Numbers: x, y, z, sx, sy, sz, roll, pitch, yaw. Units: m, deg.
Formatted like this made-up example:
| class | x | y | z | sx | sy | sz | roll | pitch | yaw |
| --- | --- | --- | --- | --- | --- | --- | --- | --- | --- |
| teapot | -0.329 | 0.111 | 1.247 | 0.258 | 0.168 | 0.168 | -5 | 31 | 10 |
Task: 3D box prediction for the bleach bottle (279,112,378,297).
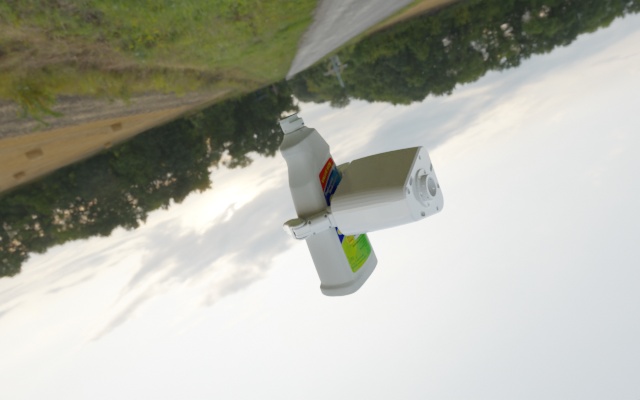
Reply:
| class | x | y | z | sx | sy | sz | roll | pitch | yaw |
| --- | --- | --- | --- | --- | --- | --- | --- | --- | --- |
| bleach bottle | 0.000 | 0.002 | 0.667 | 0.068 | 0.251 | 0.102 | -12 | 18 | 36 |
